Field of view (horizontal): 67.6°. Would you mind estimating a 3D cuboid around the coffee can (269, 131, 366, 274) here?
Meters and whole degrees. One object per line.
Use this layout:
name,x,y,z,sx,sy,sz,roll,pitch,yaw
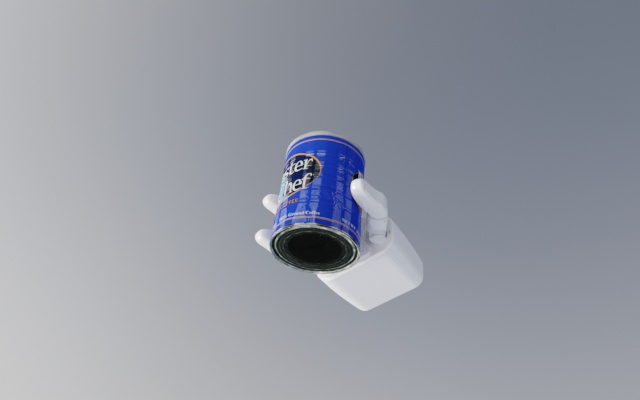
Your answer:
coffee can,0.000,0.002,0.572,0.103,0.140,0.103,5,-38,4
